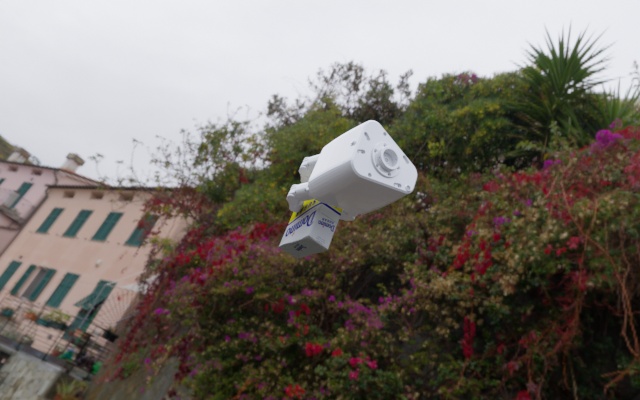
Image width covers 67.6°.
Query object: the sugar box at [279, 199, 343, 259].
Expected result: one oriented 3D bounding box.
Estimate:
[{"bbox_3d":[0.000,0.002,0.768,0.048,0.176,0.093,36,-32,-20],"label":"sugar box"}]
